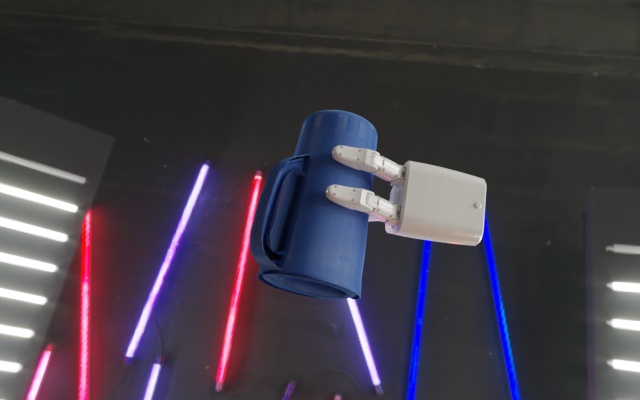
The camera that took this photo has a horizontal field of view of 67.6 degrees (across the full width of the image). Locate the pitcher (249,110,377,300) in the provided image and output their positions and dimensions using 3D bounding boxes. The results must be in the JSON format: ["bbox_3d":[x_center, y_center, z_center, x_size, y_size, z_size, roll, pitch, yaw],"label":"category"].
[{"bbox_3d":[0.000,0.002,0.633,0.145,0.242,0.149,11,-20,1],"label":"pitcher"}]
